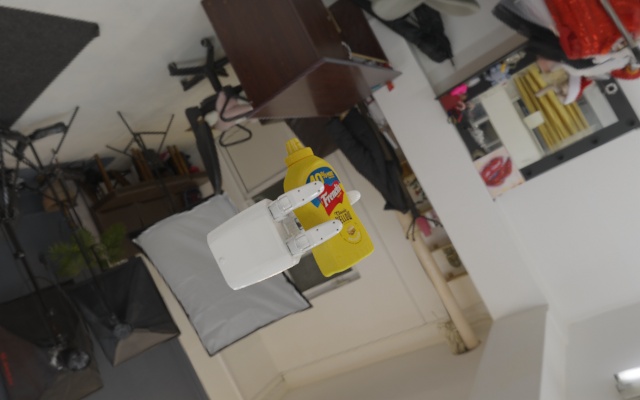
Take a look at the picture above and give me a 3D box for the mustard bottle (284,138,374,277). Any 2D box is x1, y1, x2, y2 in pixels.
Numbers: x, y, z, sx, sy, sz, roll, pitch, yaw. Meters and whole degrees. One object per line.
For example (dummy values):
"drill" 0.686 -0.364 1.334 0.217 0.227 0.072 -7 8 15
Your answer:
"mustard bottle" 0.000 0.002 0.663 0.058 0.191 0.096 -29 -4 41
